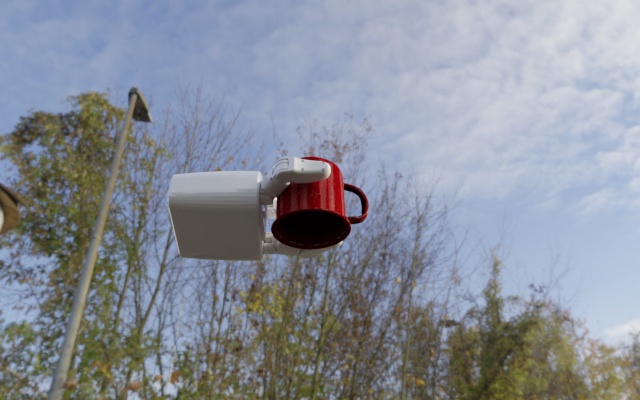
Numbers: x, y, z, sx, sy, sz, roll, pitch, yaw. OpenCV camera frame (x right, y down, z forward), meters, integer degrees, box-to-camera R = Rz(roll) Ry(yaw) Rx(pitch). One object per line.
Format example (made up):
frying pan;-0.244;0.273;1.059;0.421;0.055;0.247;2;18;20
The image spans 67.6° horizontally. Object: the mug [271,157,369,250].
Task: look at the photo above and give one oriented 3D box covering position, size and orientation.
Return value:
mug;0.002;0.002;0.575;0.117;0.081;0.093;1;-34;-4
